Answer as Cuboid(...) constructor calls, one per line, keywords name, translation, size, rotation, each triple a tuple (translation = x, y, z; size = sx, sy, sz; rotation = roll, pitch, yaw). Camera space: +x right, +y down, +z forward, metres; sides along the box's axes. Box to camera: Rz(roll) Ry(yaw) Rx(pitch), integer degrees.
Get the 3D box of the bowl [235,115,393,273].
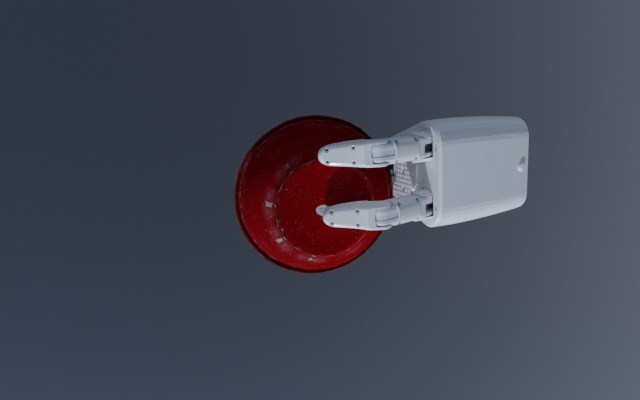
Cuboid(name="bowl", translation=(-0.001, 0.002, 0.454), size=(0.162, 0.162, 0.055), rotation=(0, 12, -11))
